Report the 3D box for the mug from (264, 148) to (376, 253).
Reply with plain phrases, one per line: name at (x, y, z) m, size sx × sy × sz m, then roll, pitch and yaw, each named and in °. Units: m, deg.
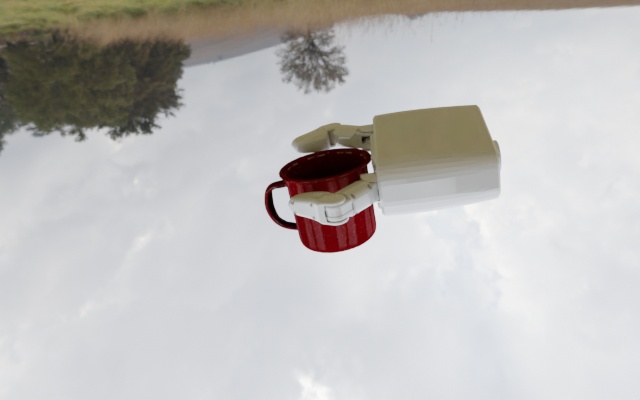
mug at (-0.001, 0.002, 0.487) m, size 0.117 × 0.081 × 0.093 m, roll -7°, pitch 22°, yaw 10°
